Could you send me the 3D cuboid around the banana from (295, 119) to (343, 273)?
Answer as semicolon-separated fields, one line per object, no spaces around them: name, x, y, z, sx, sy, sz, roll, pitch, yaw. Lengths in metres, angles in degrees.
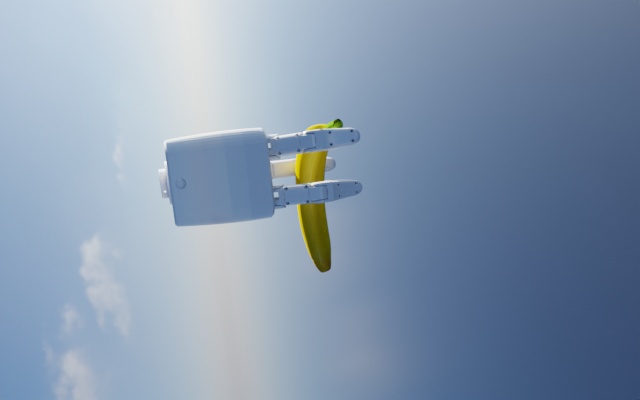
banana;-0.007;-0.009;0.579;0.037;0.198;0.069;-8;27;-20
